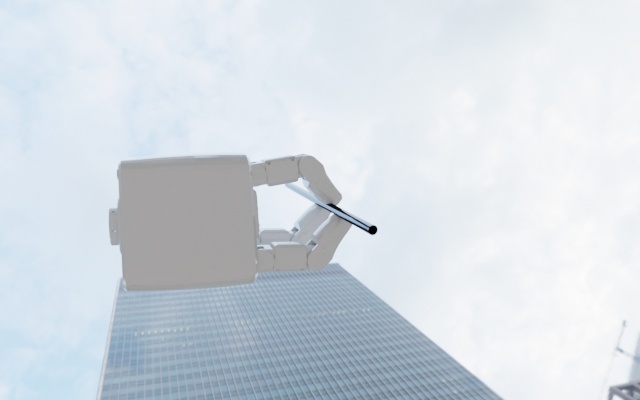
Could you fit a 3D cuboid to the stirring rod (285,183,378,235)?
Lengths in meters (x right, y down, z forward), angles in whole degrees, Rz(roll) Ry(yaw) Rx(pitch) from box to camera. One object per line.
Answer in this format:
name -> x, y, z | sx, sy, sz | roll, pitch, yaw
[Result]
stirring rod -> 0.000, 0.002, 0.475 | 0.011, 0.011, 0.239 | 0, 10, -20
